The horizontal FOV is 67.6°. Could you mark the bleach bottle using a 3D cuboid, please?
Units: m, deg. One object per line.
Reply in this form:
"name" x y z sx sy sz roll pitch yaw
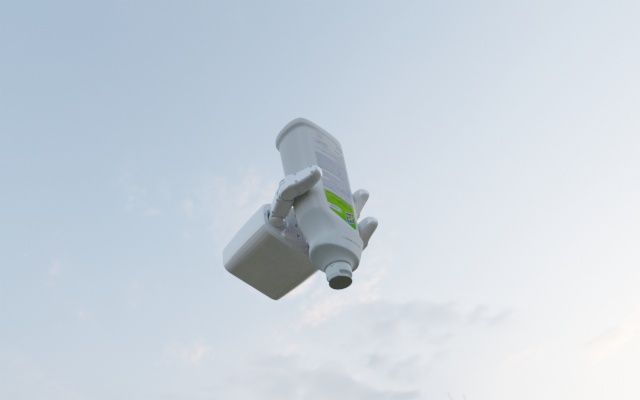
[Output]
"bleach bottle" 0.000 0.002 0.626 0.102 0.250 0.068 28 -56 -33
